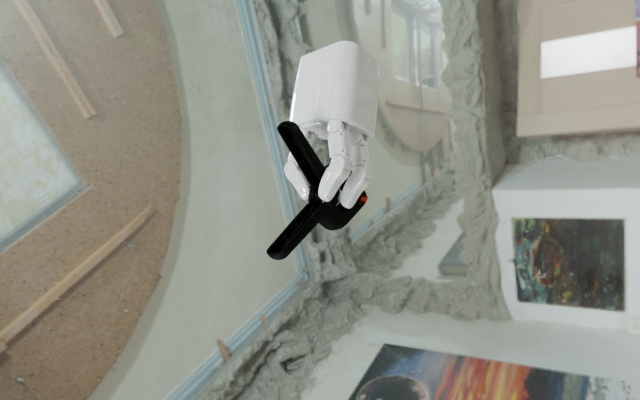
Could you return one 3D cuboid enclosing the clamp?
[{"bbox_3d":[0.000,0.002,0.636,0.036,0.164,0.210,6,-6,33],"label":"clamp"}]
